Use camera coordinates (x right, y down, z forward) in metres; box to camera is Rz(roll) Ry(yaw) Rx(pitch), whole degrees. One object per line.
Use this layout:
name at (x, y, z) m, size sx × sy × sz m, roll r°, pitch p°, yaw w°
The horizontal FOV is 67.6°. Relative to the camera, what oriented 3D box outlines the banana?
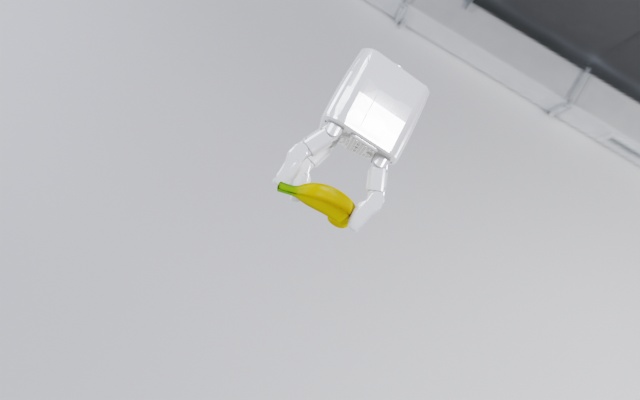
banana at (0.015, 0.008, 0.633) m, size 0.069 × 0.037 × 0.198 m, roll 22°, pitch -7°, yaw 24°
